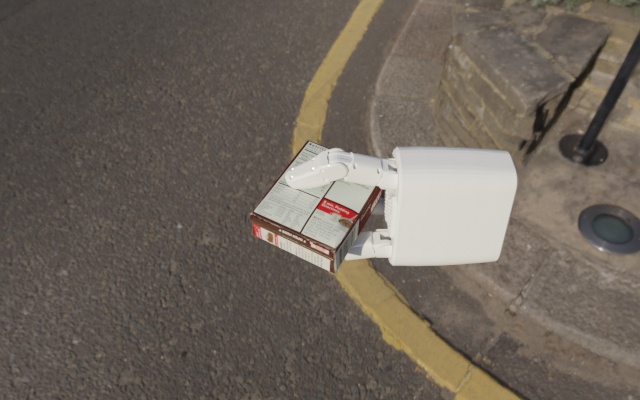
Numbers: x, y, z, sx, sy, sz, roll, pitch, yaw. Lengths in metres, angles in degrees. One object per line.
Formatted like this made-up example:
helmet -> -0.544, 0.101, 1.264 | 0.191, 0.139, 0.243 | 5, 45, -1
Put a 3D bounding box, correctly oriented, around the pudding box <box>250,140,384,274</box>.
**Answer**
pudding box -> 0.000, 0.001, 0.456 | 0.090, 0.113, 0.039 | 23, -38, 17
